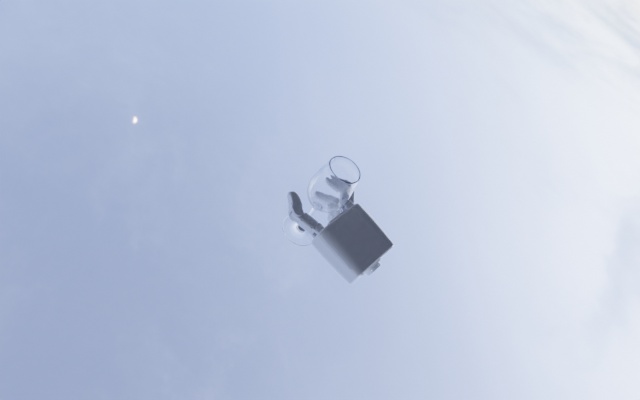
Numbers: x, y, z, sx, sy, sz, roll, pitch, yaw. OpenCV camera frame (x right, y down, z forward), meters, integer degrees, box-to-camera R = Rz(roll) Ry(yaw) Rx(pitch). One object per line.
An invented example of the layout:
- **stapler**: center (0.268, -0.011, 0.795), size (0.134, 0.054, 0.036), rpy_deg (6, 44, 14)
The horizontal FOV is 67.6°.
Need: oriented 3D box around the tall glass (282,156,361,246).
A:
- **tall glass**: center (0.000, 0.003, 0.896), size (0.079, 0.079, 0.201), rpy_deg (0, -35, -32)
